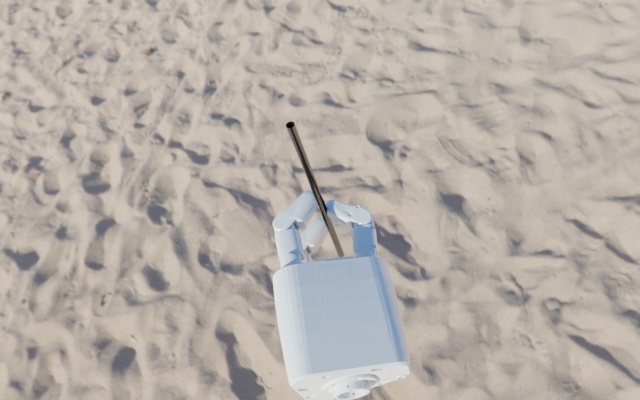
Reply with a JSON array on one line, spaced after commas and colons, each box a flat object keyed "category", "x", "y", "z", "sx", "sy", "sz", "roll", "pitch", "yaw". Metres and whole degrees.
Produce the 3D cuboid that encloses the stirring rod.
[{"category": "stirring rod", "x": 0.000, "y": 0.002, "z": 0.506, "sx": 0.011, "sy": 0.011, "sz": 0.240, "roll": 0, "pitch": -34, "yaw": 15}]
